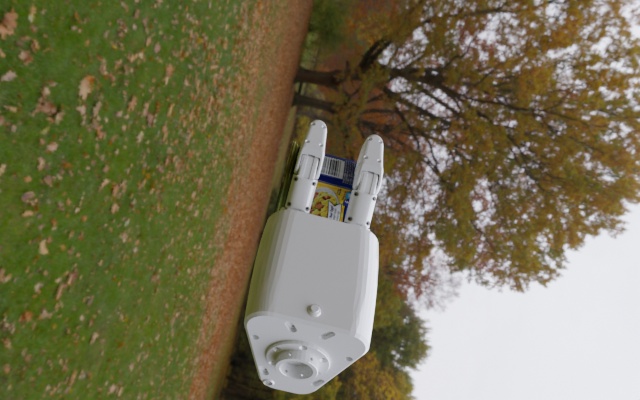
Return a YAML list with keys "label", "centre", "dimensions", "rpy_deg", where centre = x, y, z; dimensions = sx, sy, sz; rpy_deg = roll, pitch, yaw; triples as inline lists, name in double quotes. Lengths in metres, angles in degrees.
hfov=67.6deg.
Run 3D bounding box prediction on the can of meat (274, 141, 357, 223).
- label: "can of meat"
  centre: [0.000, 0.002, 0.472]
  dimensions: [0.084, 0.102, 0.057]
  rpy_deg: [15, 38, -4]
